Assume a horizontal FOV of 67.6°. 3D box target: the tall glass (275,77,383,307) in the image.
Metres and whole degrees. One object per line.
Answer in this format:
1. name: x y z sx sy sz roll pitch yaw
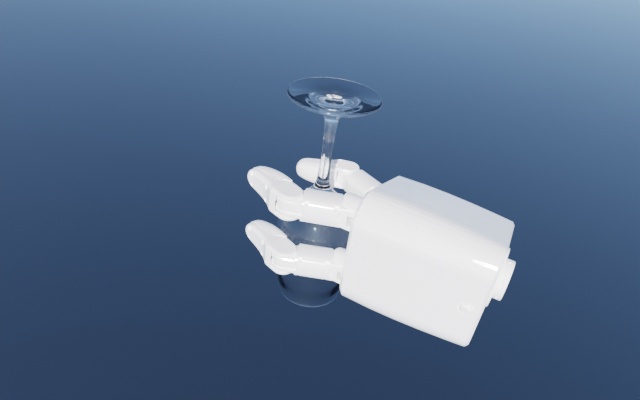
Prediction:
1. tall glass: 0.000 0.001 0.420 0.079 0.201 0.079 6 34 -4
